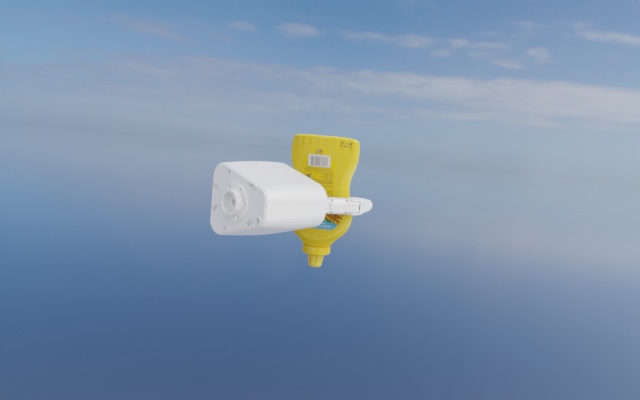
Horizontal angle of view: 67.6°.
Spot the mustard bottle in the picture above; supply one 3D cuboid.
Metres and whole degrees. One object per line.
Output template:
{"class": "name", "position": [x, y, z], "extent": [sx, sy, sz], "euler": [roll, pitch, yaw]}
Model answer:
{"class": "mustard bottle", "position": [0.000, 0.002, 0.697], "extent": [0.096, 0.191, 0.058], "euler": [7, 6, 16]}
